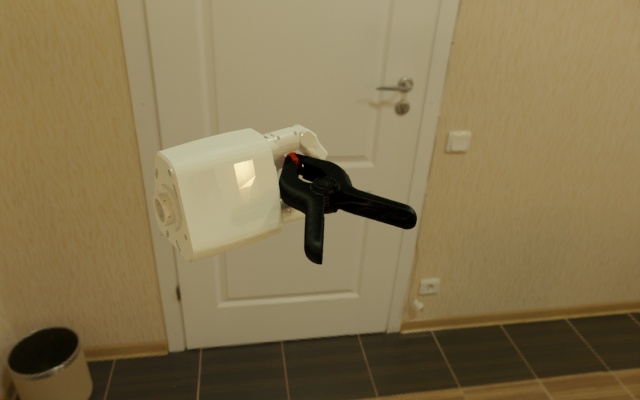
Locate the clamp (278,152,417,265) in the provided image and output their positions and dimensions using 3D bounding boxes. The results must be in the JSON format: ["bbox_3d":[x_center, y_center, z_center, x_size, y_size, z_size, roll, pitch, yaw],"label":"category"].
[{"bbox_3d":[0.000,0.001,0.493,0.120,0.039,0.171,-19,37,-34],"label":"clamp"}]
